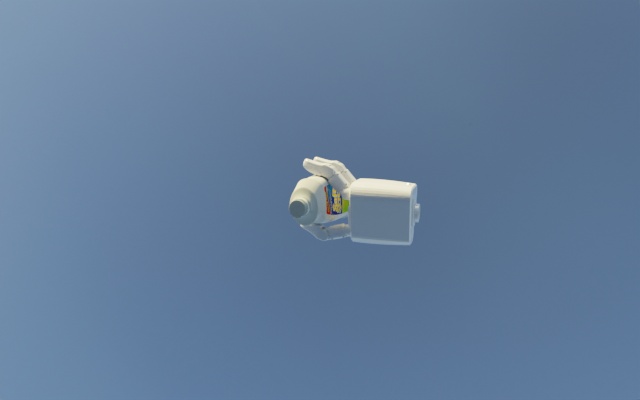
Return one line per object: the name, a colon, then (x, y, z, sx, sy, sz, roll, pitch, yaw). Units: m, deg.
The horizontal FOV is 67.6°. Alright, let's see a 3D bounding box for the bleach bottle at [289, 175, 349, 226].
bleach bottle: (0.000, 0.003, 0.866, 0.068, 0.102, 0.251, 4, 10, 17)
